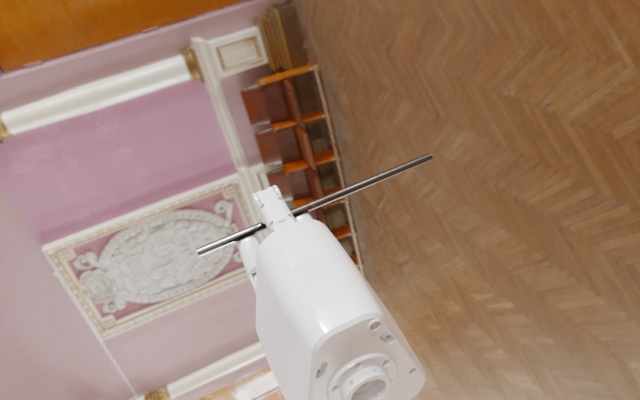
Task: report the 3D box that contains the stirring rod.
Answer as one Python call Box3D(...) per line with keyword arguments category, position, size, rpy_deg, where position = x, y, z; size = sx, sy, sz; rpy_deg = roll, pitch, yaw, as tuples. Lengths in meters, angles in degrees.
Box3D(category="stirring rod", position=(0.000, 0.001, 0.448), size=(0.239, 0.011, 0.011), rpy_deg=(-22, 5, -12))
